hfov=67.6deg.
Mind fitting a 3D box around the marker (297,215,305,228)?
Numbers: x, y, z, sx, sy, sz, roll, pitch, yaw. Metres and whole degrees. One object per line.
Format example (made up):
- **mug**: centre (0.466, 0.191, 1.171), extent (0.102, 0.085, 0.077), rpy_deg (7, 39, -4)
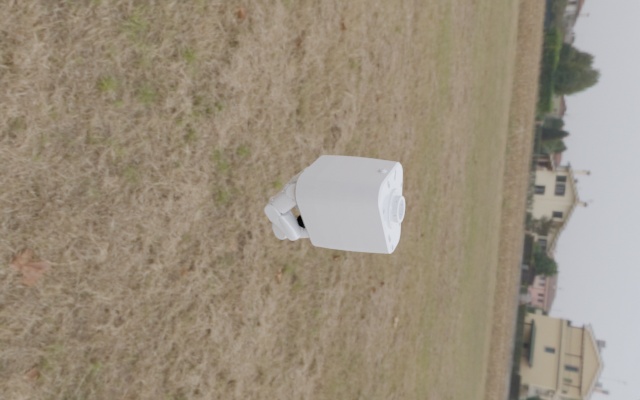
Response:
- **marker**: centre (0.000, 0.002, 0.655), extent (0.020, 0.020, 0.121), rpy_deg (0, 27, 28)
